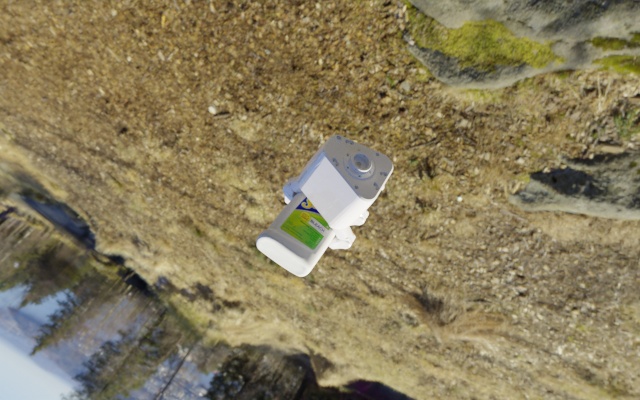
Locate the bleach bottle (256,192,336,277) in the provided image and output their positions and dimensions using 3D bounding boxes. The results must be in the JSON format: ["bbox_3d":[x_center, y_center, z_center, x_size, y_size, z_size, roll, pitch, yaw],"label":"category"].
[{"bbox_3d":[0.000,0.003,0.815,0.102,0.250,0.068,35,-32,-2],"label":"bleach bottle"}]
